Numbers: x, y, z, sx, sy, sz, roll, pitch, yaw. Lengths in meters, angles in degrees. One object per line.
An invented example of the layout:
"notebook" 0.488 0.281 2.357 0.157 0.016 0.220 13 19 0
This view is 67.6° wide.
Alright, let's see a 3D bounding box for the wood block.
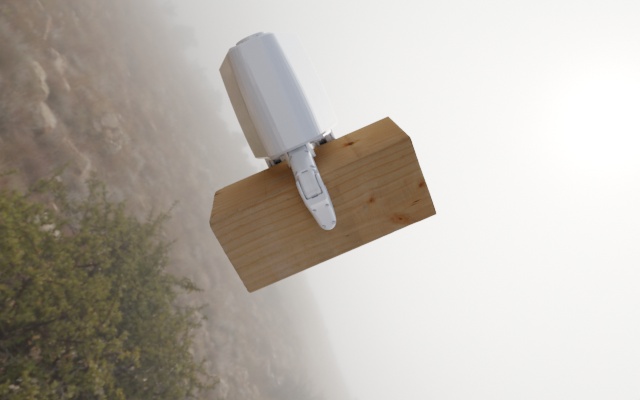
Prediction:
"wood block" 0.000 0.001 0.500 0.206 0.090 0.090 -23 24 3
